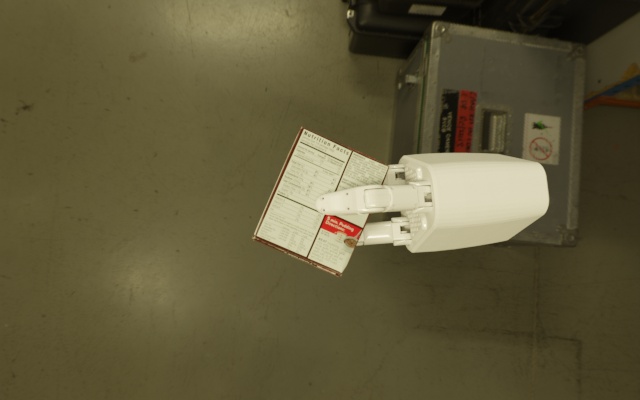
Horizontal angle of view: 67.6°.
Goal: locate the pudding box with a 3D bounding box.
[{"bbox_3d":[0.000,0.001,0.438,0.090,0.113,0.039,24,-8,-4],"label":"pudding box"}]
